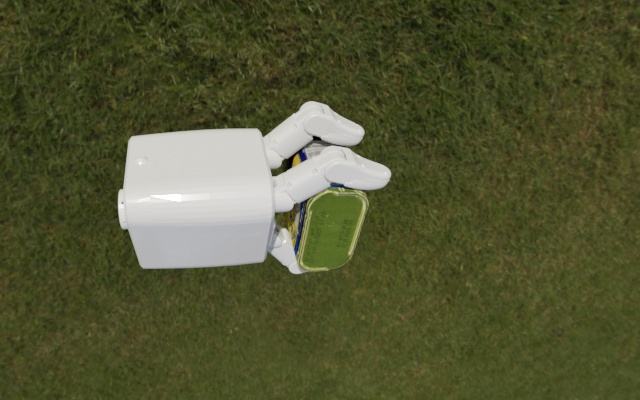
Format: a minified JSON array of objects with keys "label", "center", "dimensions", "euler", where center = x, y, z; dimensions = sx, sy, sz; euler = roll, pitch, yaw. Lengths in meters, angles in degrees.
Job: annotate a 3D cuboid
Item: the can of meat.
[{"label":"can of meat","center":[0.000,0.002,0.430],"dimensions":[0.057,0.102,0.084],"euler":[-2,42,-16]}]
